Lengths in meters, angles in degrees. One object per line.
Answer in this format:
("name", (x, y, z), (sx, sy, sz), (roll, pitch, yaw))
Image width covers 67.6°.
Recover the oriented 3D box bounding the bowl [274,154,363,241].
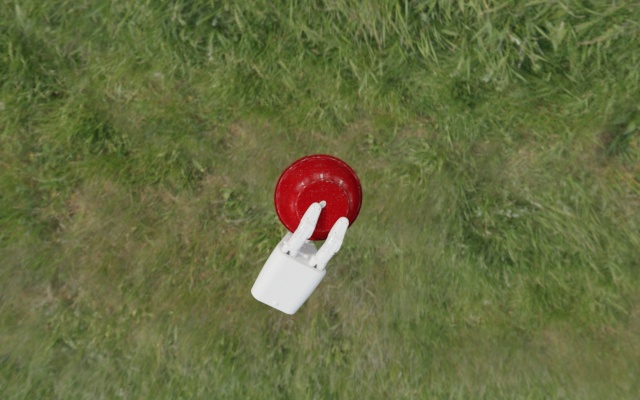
("bowl", (0.001, 0.002, 0.834), (0.162, 0.162, 0.055), (0, 15, -8))
